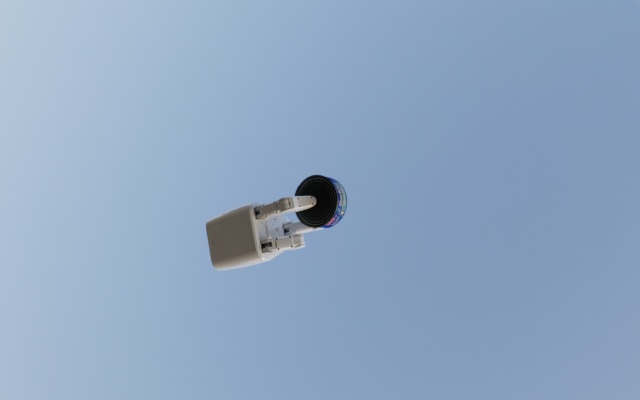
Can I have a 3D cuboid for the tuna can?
[{"bbox_3d":[0.000,0.003,0.774,0.086,0.086,0.034,0,-5,34],"label":"tuna can"}]
